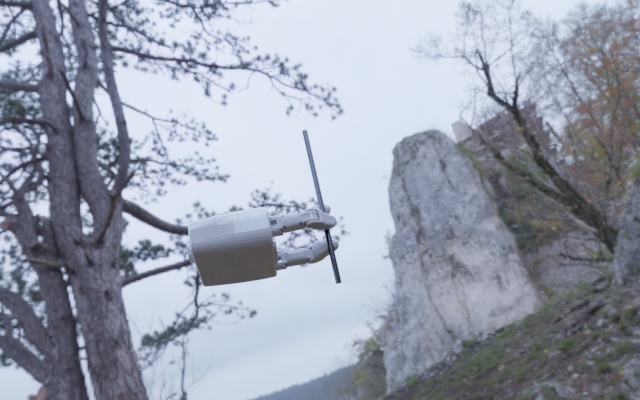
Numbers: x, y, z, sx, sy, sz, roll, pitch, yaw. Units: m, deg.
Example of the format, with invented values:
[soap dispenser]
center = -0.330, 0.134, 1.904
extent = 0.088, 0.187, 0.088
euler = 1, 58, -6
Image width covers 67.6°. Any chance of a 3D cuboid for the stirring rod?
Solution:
[stirring rod]
center = 0.000, 0.002, 0.687
extent = 0.011, 0.239, 0.011
euler = -11, -22, -4
